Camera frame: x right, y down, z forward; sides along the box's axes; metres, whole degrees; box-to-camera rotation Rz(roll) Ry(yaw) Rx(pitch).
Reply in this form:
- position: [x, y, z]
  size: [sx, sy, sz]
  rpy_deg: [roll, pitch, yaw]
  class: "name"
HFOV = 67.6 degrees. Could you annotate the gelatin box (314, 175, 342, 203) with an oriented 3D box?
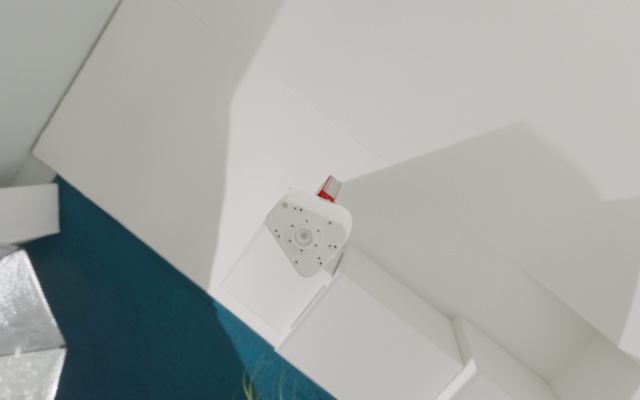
- position: [0.000, 0.002, 0.819]
  size: [0.030, 0.073, 0.089]
  rpy_deg: [37, 22, -5]
  class: "gelatin box"
